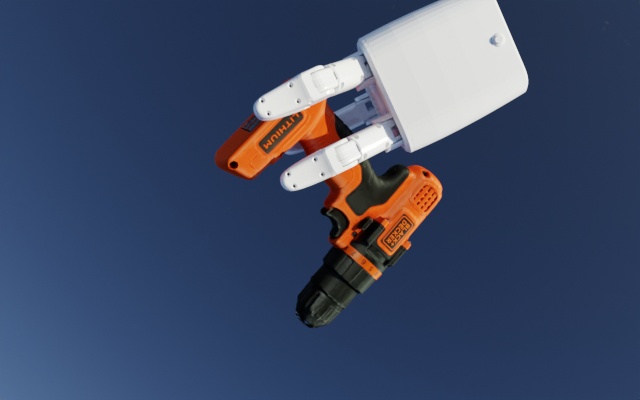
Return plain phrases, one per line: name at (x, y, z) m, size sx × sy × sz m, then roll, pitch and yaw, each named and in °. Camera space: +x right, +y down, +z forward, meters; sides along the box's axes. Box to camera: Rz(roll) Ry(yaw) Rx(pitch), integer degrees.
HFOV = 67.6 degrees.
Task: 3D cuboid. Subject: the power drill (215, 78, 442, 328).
power drill at (0.000, 0.001, 0.422) m, size 0.188 × 0.184 × 0.057 m, roll 45°, pitch -8°, yaw -26°
